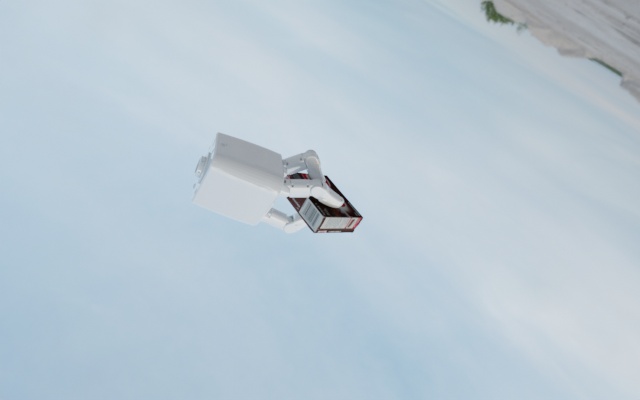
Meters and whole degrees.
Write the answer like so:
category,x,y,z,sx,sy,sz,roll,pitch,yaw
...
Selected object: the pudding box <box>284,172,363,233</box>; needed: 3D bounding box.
category,x,y,z,sx,sy,sz,roll,pitch,yaw
pudding box,0.000,0.003,0.756,0.090,0.039,0.113,2,41,-44
